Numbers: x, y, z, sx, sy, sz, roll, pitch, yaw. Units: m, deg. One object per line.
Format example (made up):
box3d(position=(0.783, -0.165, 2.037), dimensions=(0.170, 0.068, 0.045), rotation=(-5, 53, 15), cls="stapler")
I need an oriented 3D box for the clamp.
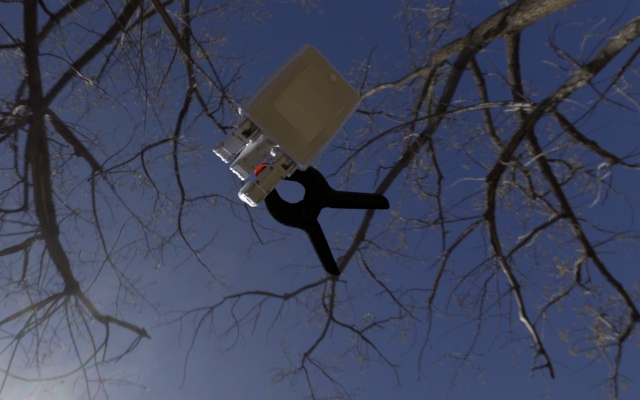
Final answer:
box3d(position=(0.000, 0.002, 0.587), dimensions=(0.171, 0.120, 0.039), rotation=(43, -3, -20), cls="clamp")
